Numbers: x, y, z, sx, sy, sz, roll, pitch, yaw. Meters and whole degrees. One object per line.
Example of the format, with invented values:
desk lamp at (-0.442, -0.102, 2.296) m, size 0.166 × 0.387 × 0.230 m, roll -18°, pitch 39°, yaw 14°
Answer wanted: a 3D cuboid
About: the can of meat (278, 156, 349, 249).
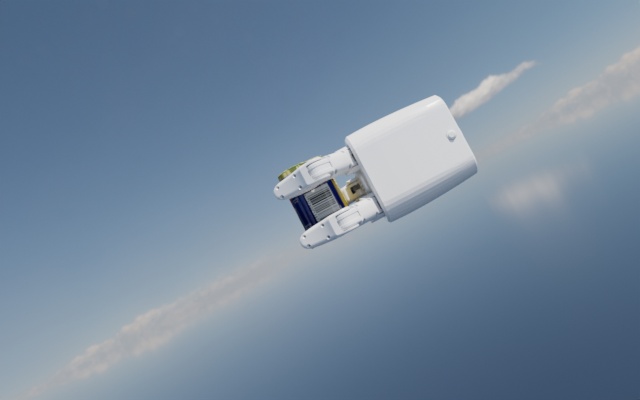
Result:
can of meat at (0.000, 0.001, 0.525) m, size 0.057 × 0.084 × 0.102 m, roll -28°, pitch -4°, yaw 3°
